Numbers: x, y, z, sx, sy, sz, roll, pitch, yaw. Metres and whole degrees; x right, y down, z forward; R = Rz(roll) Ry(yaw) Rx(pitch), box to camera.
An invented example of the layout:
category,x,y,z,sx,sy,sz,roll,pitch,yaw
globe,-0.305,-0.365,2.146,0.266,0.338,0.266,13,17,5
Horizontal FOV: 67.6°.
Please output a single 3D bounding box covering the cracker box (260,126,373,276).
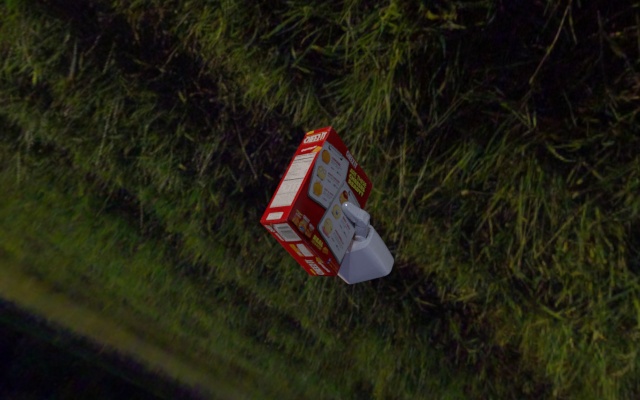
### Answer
category,x,y,z,sx,sy,sz,roll,pitch,yaw
cracker box,0.000,0.003,0.855,0.072,0.213,0.164,-5,-43,38
